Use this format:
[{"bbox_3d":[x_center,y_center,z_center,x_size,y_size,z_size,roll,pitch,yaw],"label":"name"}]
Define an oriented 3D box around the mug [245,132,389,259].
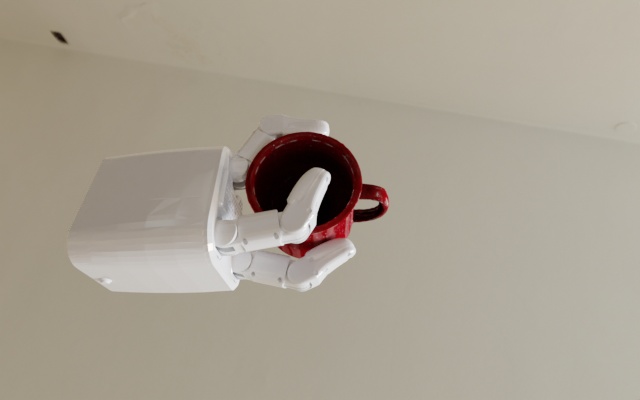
[{"bbox_3d":[0.002,0.001,0.414,0.117,0.093,0.081,0,-26,3],"label":"mug"}]
